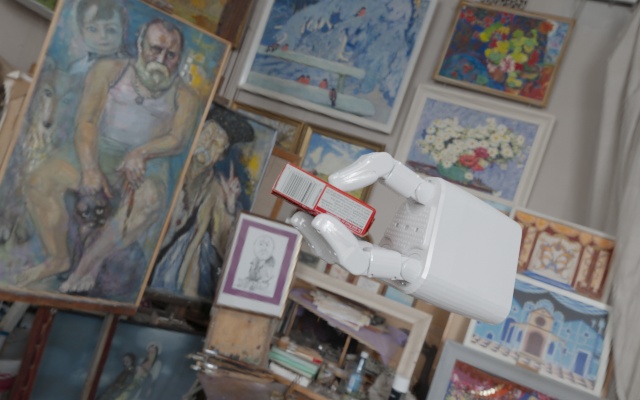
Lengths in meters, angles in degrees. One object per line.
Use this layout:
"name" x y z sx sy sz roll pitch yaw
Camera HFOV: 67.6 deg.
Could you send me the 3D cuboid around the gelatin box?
"gelatin box" 0.000 0.001 0.433 0.089 0.030 0.073 28 -4 -6
